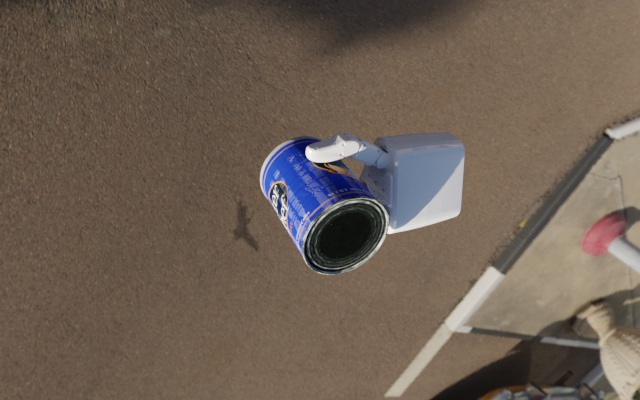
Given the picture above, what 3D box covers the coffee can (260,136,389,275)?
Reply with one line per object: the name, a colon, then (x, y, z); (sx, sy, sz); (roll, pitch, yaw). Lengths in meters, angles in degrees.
coffee can: (0.000, 0.002, 0.554); (0.103, 0.103, 0.140); (0, 33, -29)
